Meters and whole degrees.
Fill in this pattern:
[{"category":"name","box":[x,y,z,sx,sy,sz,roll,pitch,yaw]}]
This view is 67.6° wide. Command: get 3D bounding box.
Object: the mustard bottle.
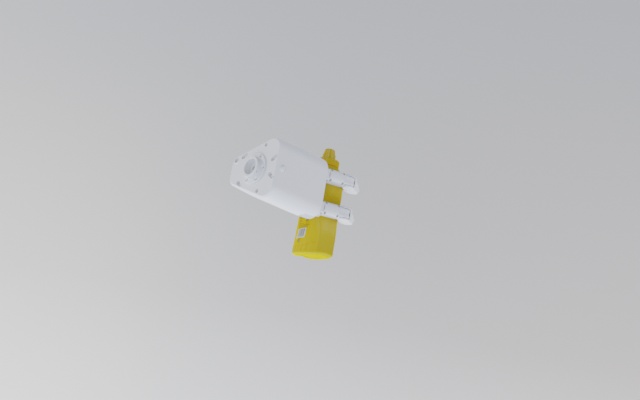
[{"category":"mustard bottle","box":[0.000,0.003,0.819,0.058,0.191,0.096,15,-14,-22]}]
